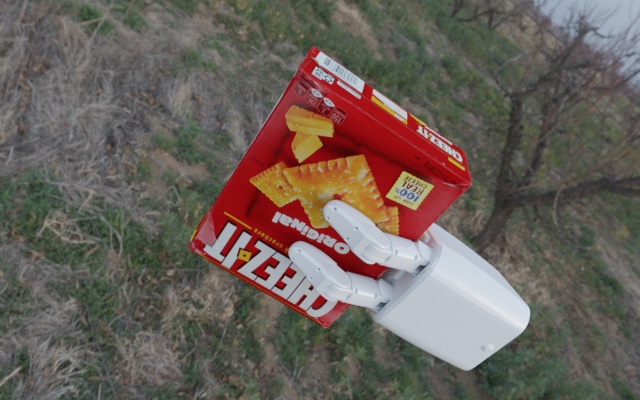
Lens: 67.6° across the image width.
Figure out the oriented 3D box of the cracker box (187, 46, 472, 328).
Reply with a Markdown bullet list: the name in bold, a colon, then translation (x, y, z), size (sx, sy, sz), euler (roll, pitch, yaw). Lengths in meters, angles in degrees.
- **cracker box**: translation (0.000, 0.001, 0.434), size (0.164, 0.214, 0.072), euler (33, 30, -10)
